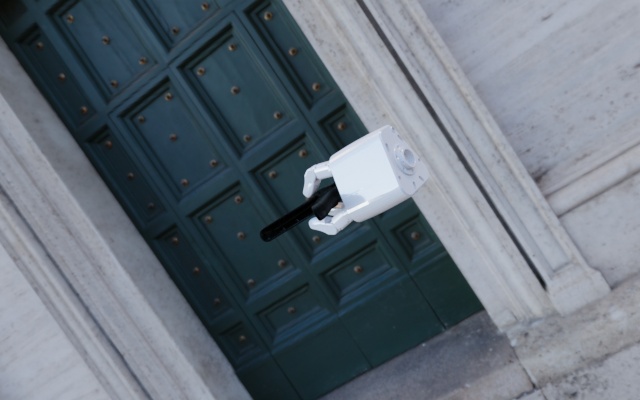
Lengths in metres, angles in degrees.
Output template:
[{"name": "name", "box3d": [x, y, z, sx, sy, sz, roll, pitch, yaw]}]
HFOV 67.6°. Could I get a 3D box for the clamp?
[{"name": "clamp", "box3d": [0.000, 0.002, 0.805, 0.164, 0.036, 0.210, -25, 8, 42]}]
